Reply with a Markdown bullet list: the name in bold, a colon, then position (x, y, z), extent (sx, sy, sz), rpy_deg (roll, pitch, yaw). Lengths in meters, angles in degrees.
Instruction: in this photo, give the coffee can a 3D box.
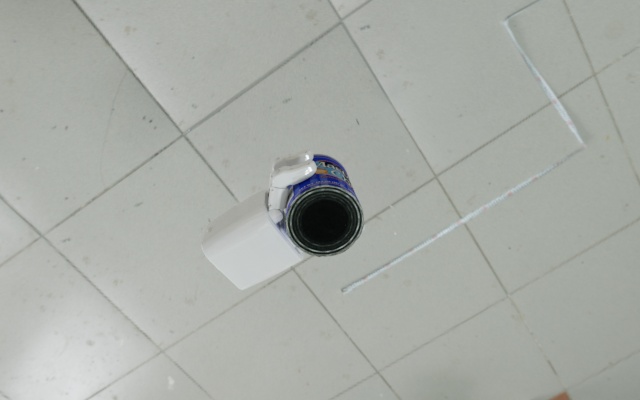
- **coffee can**: position (0.000, 0.002, 0.680), extent (0.103, 0.103, 0.140), rpy_deg (0, 22, -5)
